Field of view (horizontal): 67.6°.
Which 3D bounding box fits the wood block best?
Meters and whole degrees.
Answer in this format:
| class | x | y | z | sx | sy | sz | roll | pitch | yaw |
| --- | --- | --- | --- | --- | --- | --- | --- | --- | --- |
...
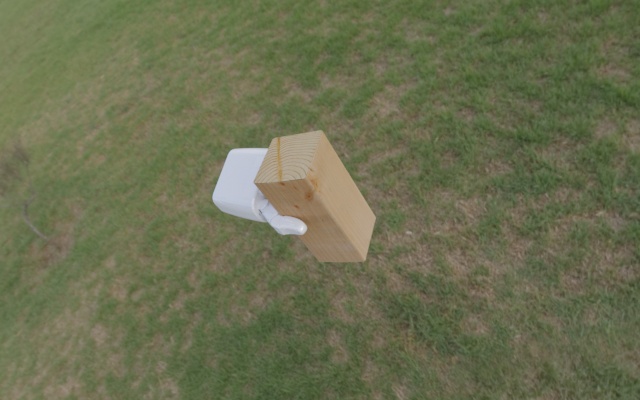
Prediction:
| class | x | y | z | sx | sy | sz | roll | pitch | yaw |
| --- | --- | --- | --- | --- | --- | --- | --- | --- | --- |
| wood block | 0.000 | 0.003 | 0.730 | 0.090 | 0.090 | 0.206 | -4 | -40 | 31 |
